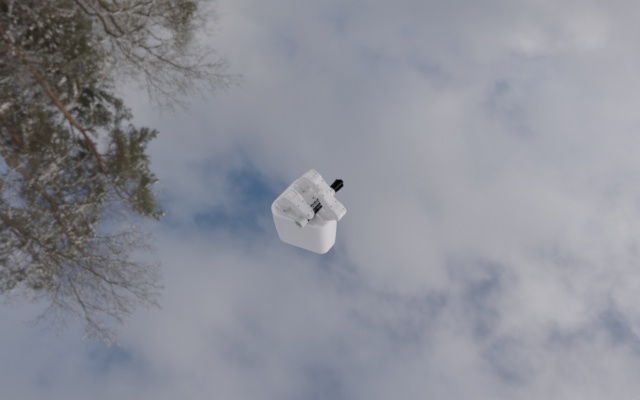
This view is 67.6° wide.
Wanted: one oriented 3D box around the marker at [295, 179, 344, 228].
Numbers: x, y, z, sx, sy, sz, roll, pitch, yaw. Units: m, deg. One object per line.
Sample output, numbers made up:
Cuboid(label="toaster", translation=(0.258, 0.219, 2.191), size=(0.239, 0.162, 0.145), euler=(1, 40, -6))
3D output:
Cuboid(label="marker", translation=(0.000, 0.003, 0.851), size=(0.121, 0.020, 0.020), euler=(-45, 23, -25))
